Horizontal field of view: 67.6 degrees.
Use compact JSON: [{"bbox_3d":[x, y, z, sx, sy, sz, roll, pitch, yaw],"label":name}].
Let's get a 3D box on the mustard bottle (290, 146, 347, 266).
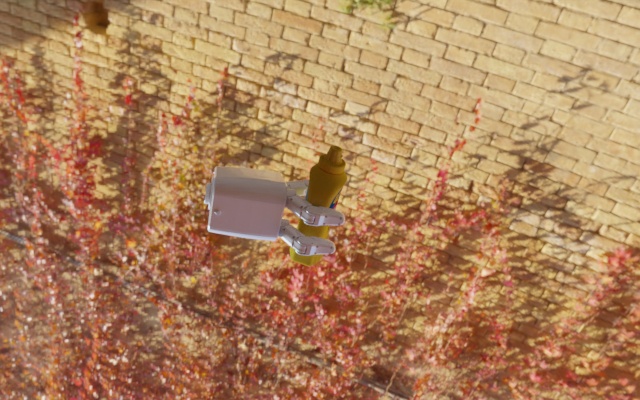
[{"bbox_3d":[0.000,0.003,0.747,0.058,0.192,0.096,19,30,6],"label":"mustard bottle"}]
